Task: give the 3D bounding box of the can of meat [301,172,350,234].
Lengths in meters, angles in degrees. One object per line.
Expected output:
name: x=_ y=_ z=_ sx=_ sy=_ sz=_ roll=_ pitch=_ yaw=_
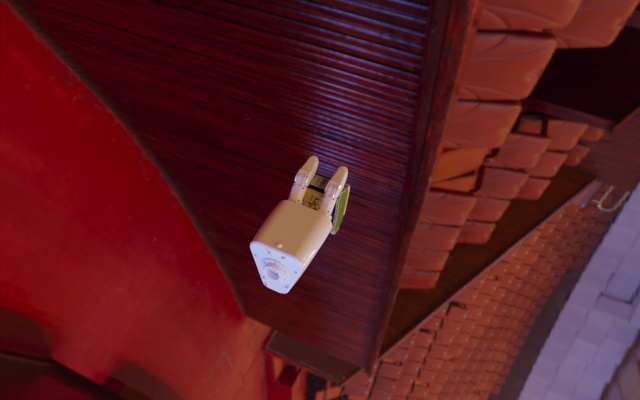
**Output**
can of meat: x=0.000 y=0.003 z=0.849 sx=0.084 sy=0.102 sz=0.057 roll=21 pitch=41 yaw=15
